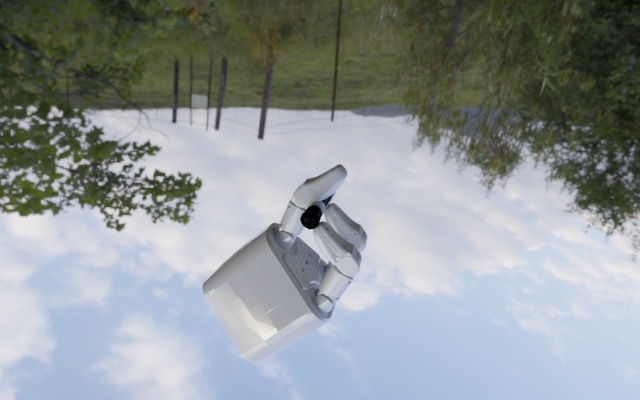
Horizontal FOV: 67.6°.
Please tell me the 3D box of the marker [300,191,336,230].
[{"bbox_3d":[0.000,0.002,0.497,0.020,0.020,0.121,0,18,11],"label":"marker"}]
